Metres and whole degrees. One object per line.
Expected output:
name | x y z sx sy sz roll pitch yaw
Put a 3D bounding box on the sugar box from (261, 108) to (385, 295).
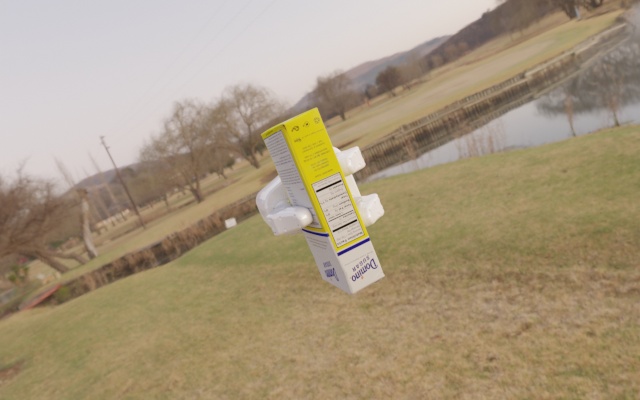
sugar box | 0.000 0.001 0.486 0.048 0.176 0.093 -27 10 -15
